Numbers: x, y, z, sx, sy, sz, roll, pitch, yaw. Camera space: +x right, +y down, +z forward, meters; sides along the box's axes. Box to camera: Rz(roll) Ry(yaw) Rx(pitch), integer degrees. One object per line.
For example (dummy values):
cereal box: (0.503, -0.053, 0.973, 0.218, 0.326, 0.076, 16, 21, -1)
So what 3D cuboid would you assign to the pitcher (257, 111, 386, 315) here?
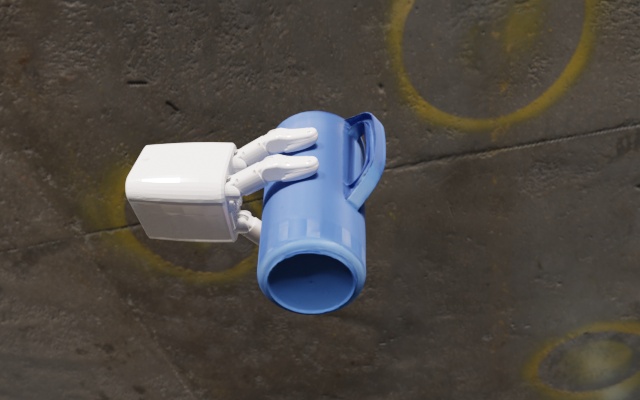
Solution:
pitcher: (0.000, 0.002, 0.554, 0.145, 0.149, 0.242, 2, 38, -1)
